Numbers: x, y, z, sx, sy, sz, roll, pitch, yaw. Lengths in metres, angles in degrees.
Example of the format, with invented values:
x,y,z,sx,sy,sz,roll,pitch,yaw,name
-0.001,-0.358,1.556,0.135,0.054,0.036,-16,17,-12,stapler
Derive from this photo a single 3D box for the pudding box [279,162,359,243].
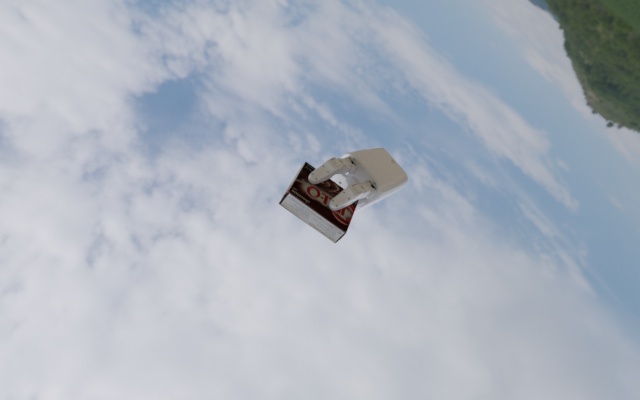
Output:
x,y,z,sx,sy,sz,roll,pitch,yaw,name
0.000,0.003,0.763,0.113,0.039,0.090,34,38,-6,pudding box
